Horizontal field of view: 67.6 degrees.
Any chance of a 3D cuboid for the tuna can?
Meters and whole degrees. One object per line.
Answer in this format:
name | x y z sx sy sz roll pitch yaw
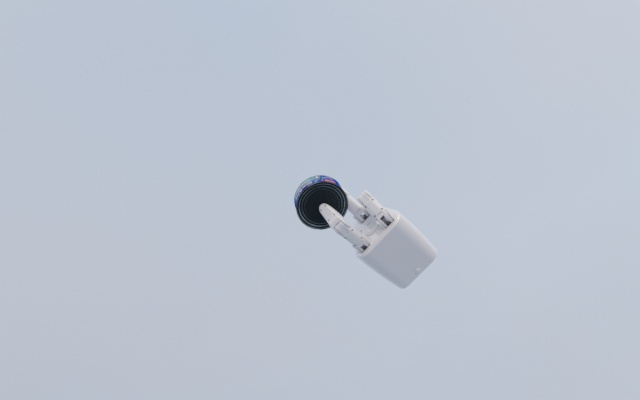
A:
tuna can | 0.000 0.002 0.781 0.086 0.086 0.033 0 25 -12
